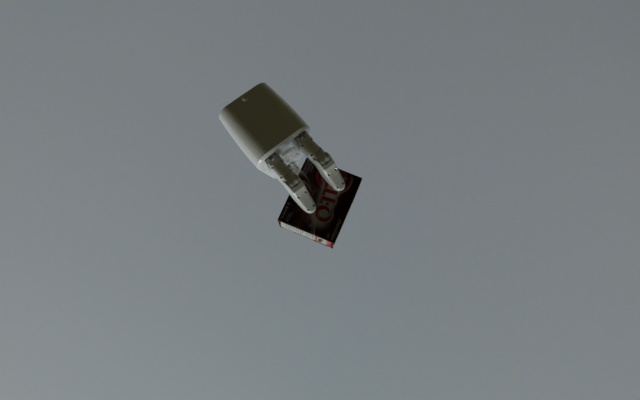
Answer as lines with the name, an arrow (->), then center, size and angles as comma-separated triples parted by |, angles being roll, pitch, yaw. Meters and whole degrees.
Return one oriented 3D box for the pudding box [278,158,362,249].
pudding box -> 0.000, 0.002, 0.707 | 0.090, 0.113, 0.039 | 22, -17, 7
